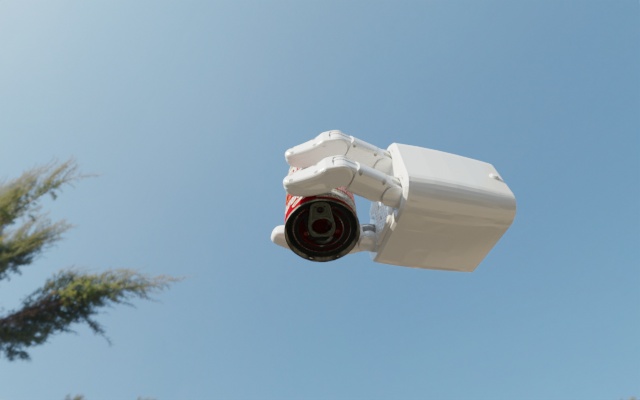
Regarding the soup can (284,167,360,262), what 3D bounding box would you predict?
[{"bbox_3d":[0.000,0.001,0.464,0.068,0.068,0.102,0,32,-2],"label":"soup can"}]
